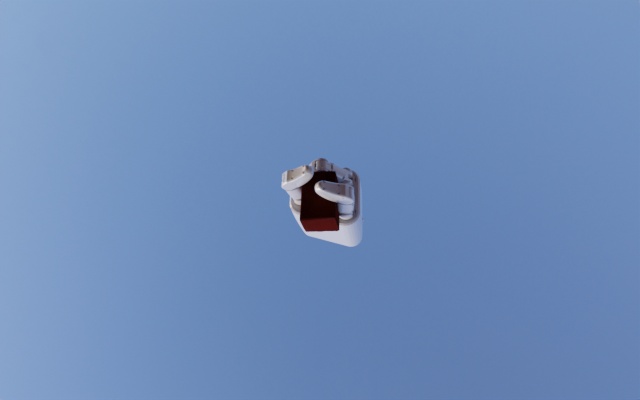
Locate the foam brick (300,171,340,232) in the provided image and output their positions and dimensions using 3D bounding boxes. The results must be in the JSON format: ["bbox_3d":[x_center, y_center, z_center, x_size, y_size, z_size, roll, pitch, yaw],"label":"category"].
[{"bbox_3d":[0.000,0.003,0.702,0.053,0.078,0.051,-2,-26,8],"label":"foam brick"}]
